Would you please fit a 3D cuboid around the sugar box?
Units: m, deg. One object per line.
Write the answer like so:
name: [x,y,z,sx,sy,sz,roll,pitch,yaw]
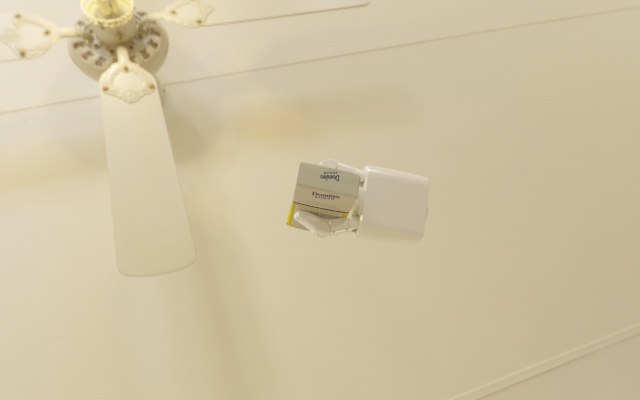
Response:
sugar box: [0.000,0.002,0.762,0.093,0.048,0.176,12,-26,-4]
